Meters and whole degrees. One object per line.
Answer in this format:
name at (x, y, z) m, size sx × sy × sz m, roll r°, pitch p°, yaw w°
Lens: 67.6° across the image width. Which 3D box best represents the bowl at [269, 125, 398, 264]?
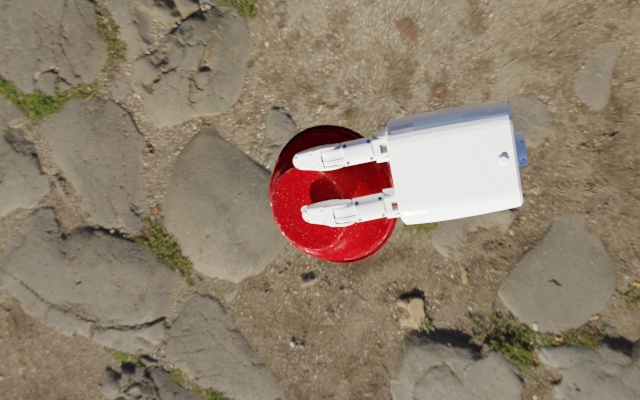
bowl at (-0.001, 0.002, 0.519) m, size 0.162 × 0.162 × 0.055 m, roll 0°, pitch 15°, yaw 31°
